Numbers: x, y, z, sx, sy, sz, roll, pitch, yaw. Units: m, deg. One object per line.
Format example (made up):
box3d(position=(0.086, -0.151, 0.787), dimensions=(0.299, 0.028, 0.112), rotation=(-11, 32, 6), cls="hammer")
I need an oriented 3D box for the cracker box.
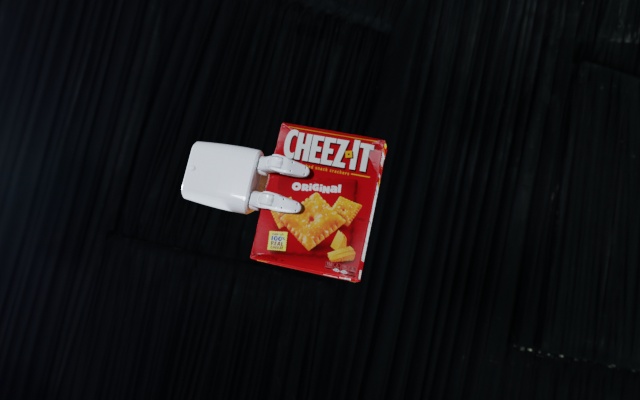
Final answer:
box3d(position=(0.000, 0.003, 0.726), dimensions=(0.164, 0.213, 0.072), rotation=(11, -7, 9), cls="cracker box")
